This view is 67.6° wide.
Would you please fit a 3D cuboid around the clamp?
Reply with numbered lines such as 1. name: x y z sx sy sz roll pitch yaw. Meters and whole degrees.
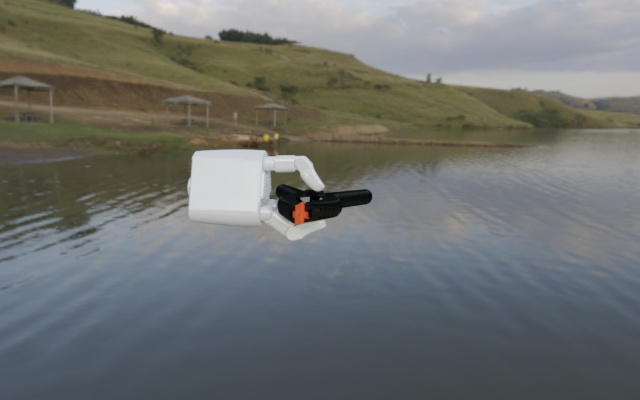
1. clamp: 0.000 0.002 0.727 0.164 0.036 0.210 2 9 3
